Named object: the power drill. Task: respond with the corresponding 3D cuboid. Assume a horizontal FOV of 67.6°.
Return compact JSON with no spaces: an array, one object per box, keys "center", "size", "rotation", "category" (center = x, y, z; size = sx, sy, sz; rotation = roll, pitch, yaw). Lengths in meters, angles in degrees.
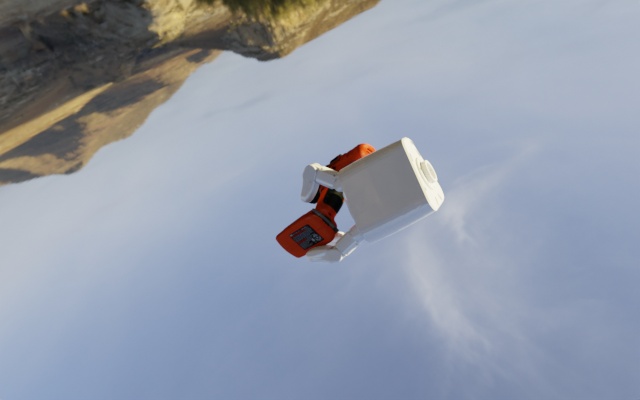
[{"center":[0.000,0.003,0.775],"size":[0.057,0.187,0.184],"rotation":[40,-42,-13],"category":"power drill"}]
